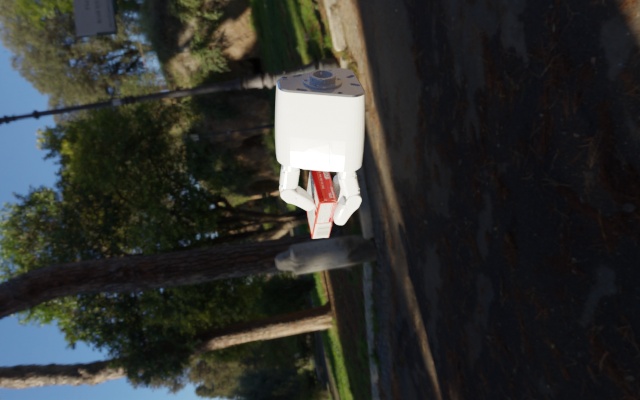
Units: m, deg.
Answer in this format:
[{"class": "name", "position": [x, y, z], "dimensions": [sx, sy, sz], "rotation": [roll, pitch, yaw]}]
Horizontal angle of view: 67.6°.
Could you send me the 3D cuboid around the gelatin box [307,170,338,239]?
[{"class": "gelatin box", "position": [0.000, 0.003, 0.721], "dimensions": [0.030, 0.073, 0.089], "rotation": [-3, -40, -12]}]
